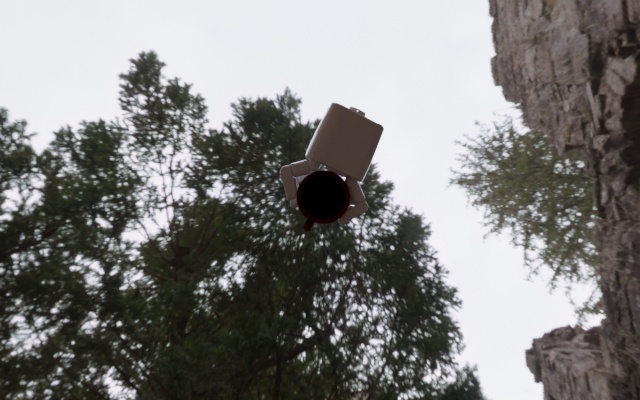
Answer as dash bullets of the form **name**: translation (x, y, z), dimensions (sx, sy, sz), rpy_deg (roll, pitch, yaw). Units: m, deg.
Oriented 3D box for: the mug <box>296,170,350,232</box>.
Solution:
- **mug**: translation (0.000, 0.004, 0.865), dimensions (0.093, 0.117, 0.081), rpy_deg (25, 3, -1)
